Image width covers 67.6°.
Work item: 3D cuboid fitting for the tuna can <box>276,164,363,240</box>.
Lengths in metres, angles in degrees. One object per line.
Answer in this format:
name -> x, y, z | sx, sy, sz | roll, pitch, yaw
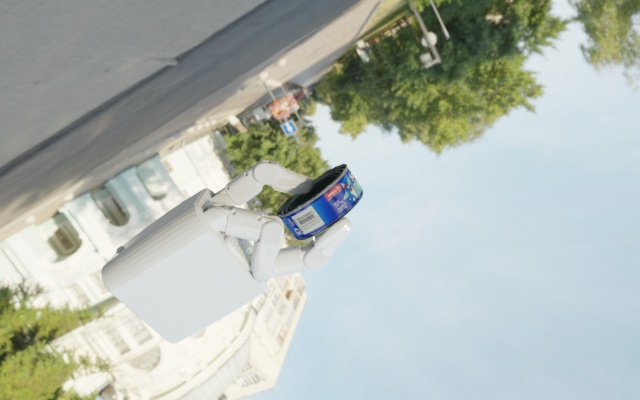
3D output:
tuna can -> 0.000, 0.002, 0.478 | 0.086, 0.034, 0.086 | -34, 11, 8
